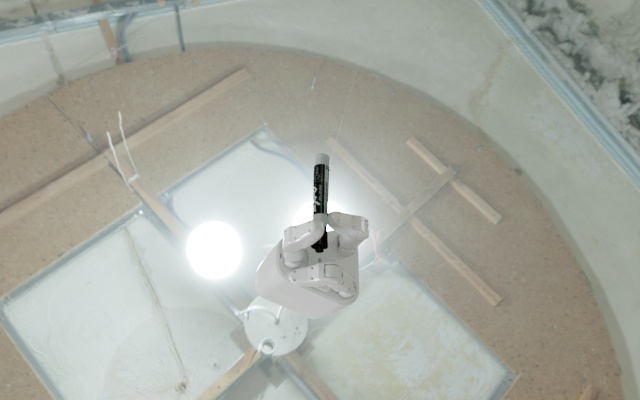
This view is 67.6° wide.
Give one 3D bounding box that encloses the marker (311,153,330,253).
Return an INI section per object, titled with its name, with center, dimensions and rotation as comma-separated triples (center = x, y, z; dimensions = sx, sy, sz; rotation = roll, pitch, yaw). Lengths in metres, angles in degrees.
[marker]
center = 0.000, 0.002, 0.541
dimensions = 0.020, 0.121, 0.020
rotation = 1, -27, 1
